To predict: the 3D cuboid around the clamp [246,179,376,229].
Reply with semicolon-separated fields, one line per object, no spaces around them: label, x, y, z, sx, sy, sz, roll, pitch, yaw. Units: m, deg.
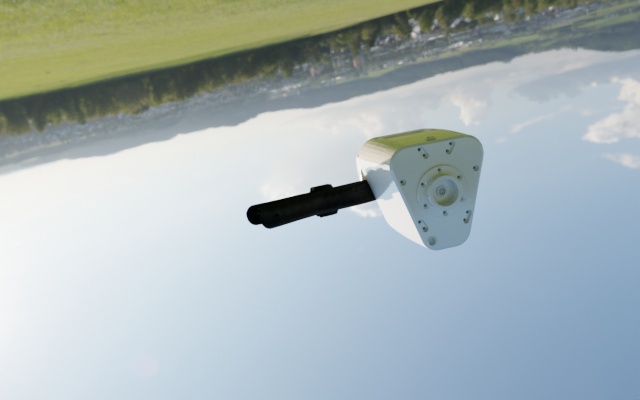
clamp;0.000;0.002;0.536;0.171;0.039;0.120;-15;9;-7
